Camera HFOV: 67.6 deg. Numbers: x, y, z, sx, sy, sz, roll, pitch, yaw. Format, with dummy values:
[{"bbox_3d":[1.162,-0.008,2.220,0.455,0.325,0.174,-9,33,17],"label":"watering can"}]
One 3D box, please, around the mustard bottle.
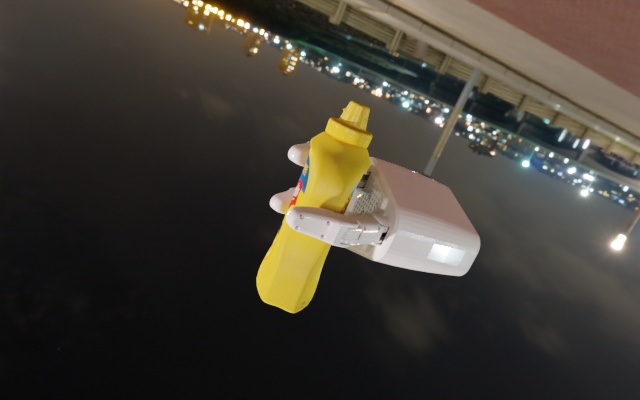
[{"bbox_3d":[0.000,0.002,0.441,0.058,0.192,0.096,23,16,-1],"label":"mustard bottle"}]
